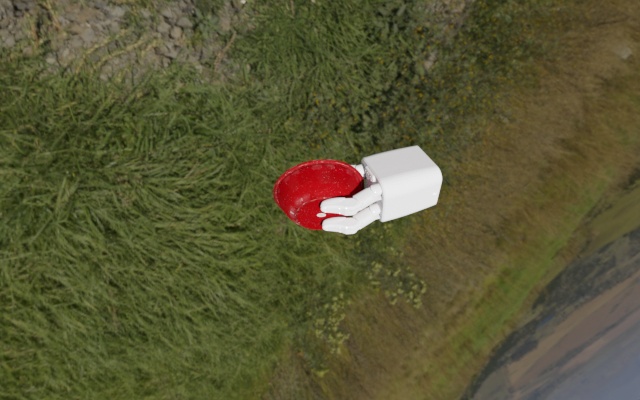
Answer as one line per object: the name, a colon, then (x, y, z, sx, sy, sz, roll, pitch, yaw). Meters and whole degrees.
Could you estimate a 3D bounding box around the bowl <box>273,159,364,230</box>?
bowl: (-0.001, 0.003, 0.822, 0.162, 0.055, 0.162, -5, -37, -4)
